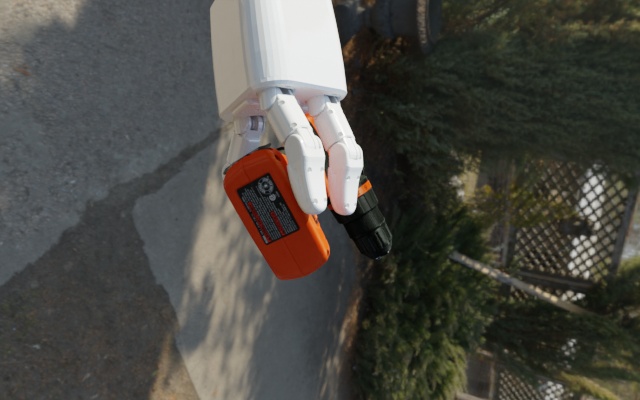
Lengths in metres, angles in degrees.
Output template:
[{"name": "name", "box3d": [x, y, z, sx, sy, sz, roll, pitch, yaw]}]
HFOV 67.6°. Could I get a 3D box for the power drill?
[{"name": "power drill", "box3d": [0.000, 0.001, 0.453, 0.057, 0.184, 0.187, -29, 5, 24]}]
